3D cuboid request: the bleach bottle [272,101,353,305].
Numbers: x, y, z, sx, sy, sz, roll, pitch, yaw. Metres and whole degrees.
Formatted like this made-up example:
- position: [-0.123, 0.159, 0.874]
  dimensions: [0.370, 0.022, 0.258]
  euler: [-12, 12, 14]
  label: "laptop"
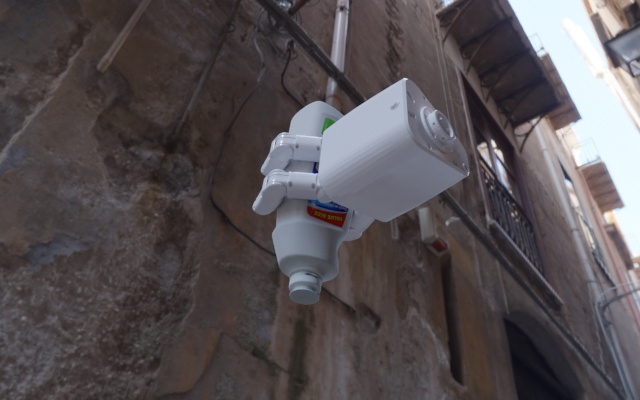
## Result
- position: [0.000, 0.002, 0.536]
  dimensions: [0.068, 0.250, 0.102]
  euler: [-31, -53, 34]
  label: "bleach bottle"
